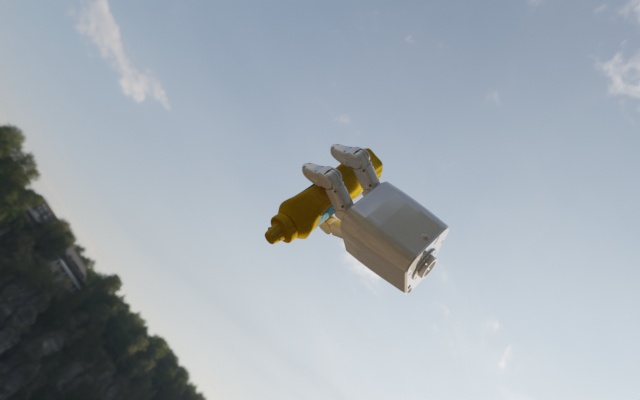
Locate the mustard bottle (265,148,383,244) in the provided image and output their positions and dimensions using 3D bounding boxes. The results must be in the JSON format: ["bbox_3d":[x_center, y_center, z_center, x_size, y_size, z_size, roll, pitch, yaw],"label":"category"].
[{"bbox_3d":[0.000,0.002,0.663,0.191,0.058,0.096,-36,-6,-31],"label":"mustard bottle"}]
